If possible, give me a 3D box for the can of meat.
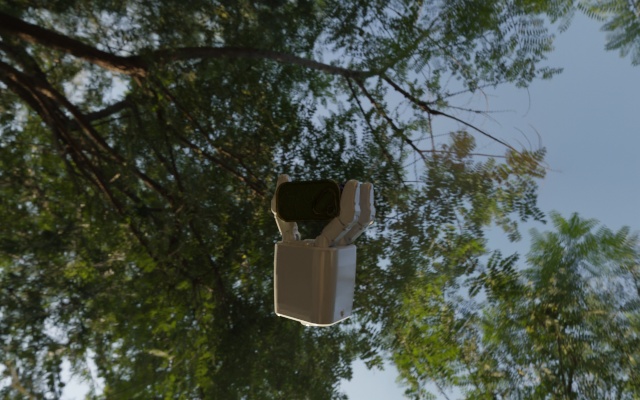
[{"bbox_3d":[0.000,0.002,0.693,0.102,0.057,0.084,-3,-3,28],"label":"can of meat"}]
